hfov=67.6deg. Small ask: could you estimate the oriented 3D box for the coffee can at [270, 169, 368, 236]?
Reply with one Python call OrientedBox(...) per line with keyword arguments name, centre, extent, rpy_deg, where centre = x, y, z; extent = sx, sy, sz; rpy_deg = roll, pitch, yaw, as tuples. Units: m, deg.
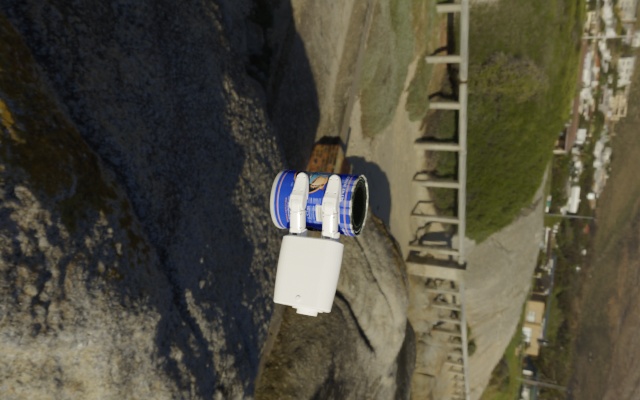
OrientedBox(name="coffee can", centre=(0.000, 0.002, 0.806), extent=(0.140, 0.103, 0.103), rpy_deg=(5, 2, 20))
